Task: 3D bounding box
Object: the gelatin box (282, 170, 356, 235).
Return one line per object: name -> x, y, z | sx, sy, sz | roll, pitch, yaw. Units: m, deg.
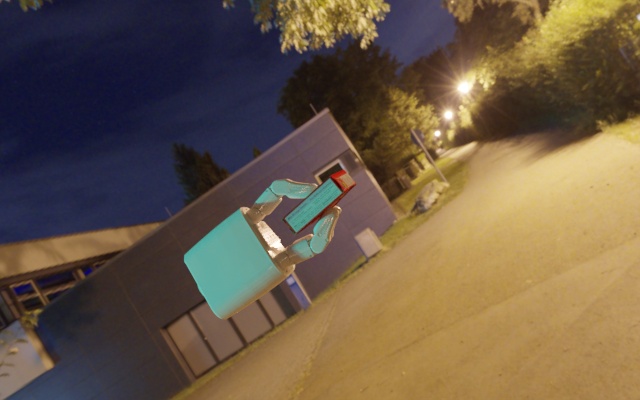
gelatin box -> 0.000, 0.001, 0.621 | 0.089, 0.030, 0.073 | -42, -4, 18
